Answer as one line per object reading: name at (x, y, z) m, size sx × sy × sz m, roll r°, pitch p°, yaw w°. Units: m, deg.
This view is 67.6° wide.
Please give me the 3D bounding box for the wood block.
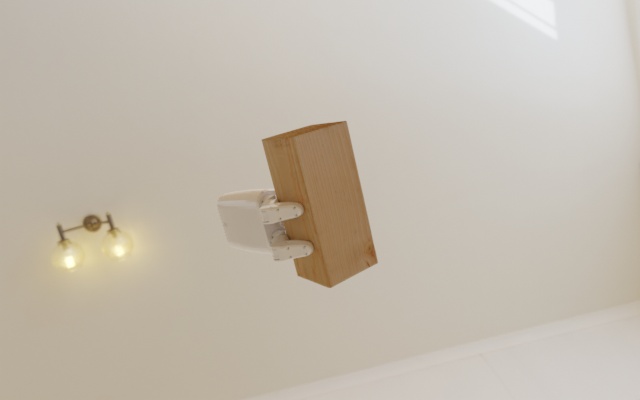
wood block at (0.000, 0.002, 0.667) m, size 0.091 × 0.206 × 0.090 m, roll -22°, pitch 16°, yaw -31°
